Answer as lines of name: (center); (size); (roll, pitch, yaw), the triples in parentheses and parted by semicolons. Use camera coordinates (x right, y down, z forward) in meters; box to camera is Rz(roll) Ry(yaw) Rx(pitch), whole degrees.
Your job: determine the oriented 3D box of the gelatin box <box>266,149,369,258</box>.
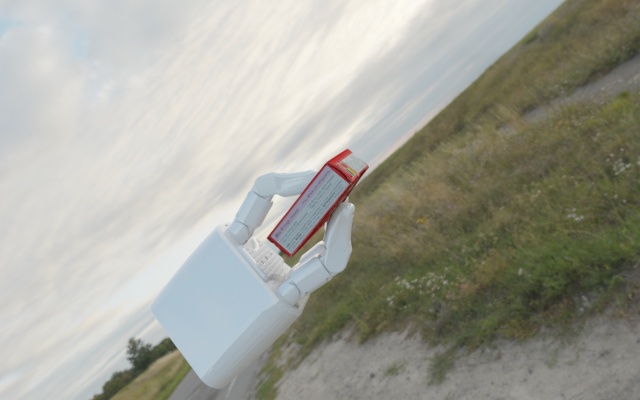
gelatin box: (0.000, 0.001, 0.416); (0.030, 0.089, 0.073); (40, 21, 4)
